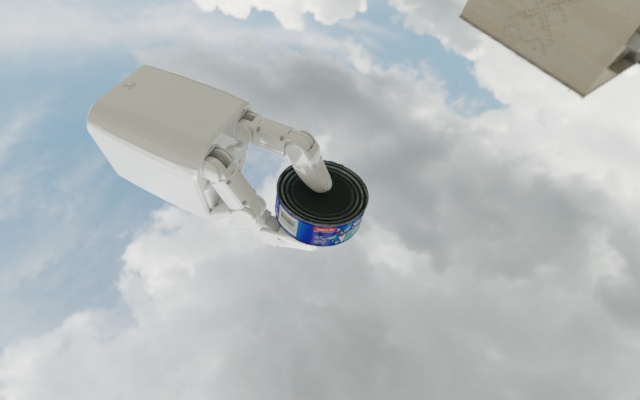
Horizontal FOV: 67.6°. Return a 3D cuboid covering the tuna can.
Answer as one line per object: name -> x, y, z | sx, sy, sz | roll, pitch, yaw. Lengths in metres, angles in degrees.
tuna can -> 0.000, 0.002, 0.449 | 0.086, 0.086, 0.034 | 0, -44, -12
